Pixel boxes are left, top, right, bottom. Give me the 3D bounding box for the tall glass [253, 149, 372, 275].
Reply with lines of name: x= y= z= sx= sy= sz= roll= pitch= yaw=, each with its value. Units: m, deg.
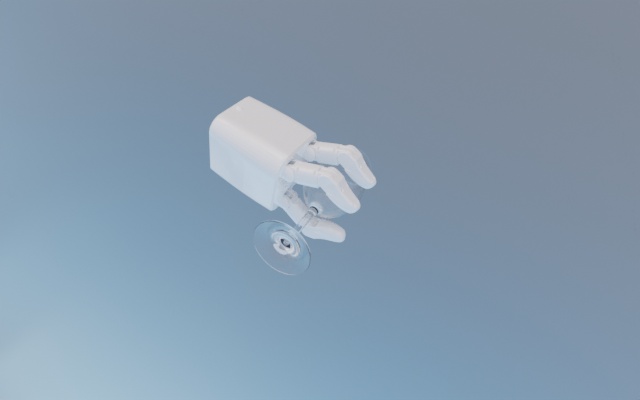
tall glass: x=0.000 y=0.002 z=0.602 sx=0.079 sy=0.079 sz=0.201 roll=0 pitch=31 yaw=31
